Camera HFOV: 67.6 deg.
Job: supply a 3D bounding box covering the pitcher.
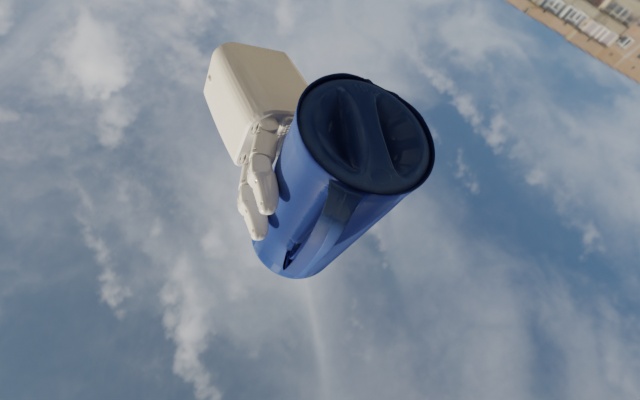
[{"bbox_3d":[0.000,0.001,0.504,0.149,0.145,0.243,-17,-22,-30],"label":"pitcher"}]
